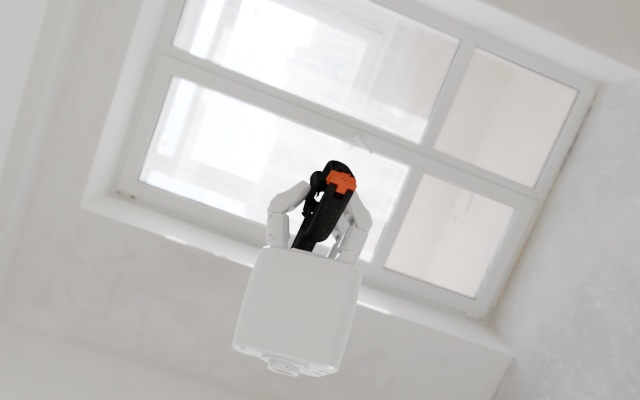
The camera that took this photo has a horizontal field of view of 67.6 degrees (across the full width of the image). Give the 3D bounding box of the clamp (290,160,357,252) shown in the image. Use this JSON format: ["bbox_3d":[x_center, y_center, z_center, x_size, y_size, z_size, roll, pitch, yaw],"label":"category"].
[{"bbox_3d":[-0.001,0.002,0.559,0.036,0.164,0.210,19,-27,-8],"label":"clamp"}]
